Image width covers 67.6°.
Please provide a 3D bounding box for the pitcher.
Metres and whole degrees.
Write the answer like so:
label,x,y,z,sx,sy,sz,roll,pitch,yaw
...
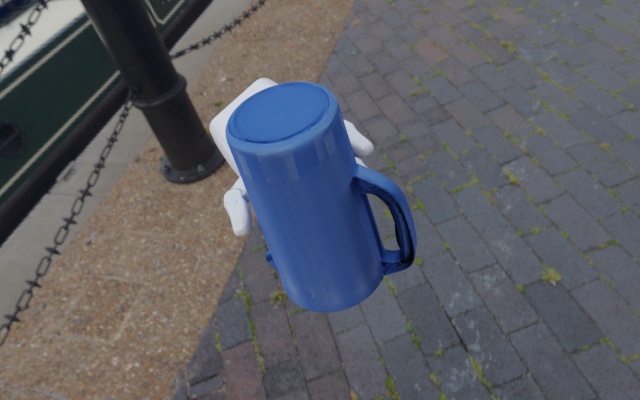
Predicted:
label,x,y,z,sx,sy,sz,roll,pitch,yaw
pitcher,0.000,0.002,0.509,0.149,0.243,0.145,-31,45,-13
